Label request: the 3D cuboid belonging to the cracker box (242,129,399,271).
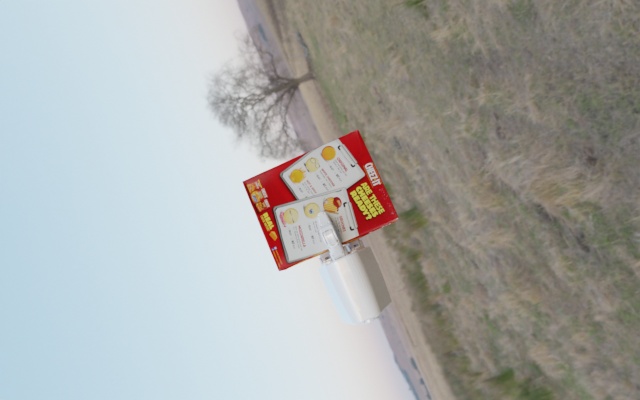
[{"bbox_3d":[0.000,0.003,0.807,0.214,0.164,0.072,-24,-7,3],"label":"cracker box"}]
